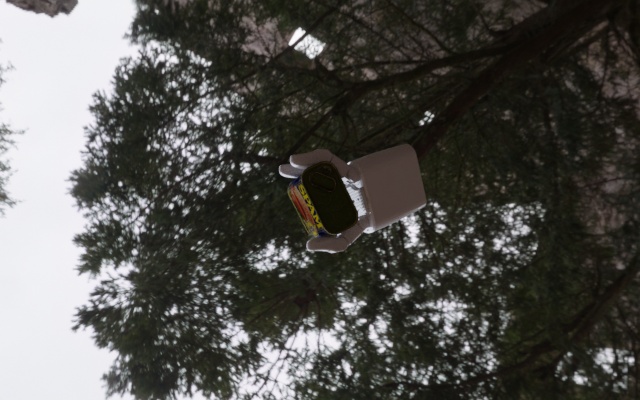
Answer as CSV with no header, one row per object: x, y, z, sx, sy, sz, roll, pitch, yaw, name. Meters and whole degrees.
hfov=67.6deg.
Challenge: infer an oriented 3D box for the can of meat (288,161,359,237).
0.000,0.002,0.699,0.057,0.102,0.084,-26,0,-22,can of meat
